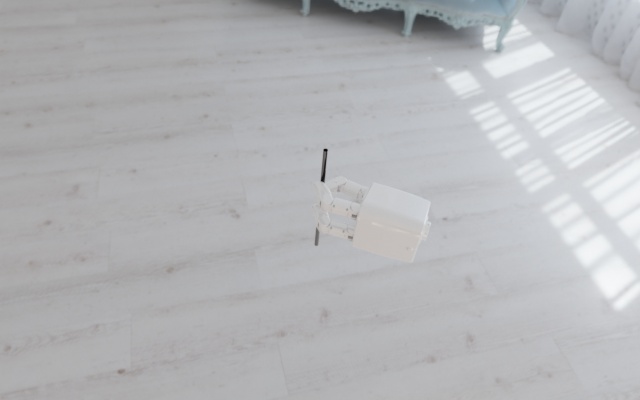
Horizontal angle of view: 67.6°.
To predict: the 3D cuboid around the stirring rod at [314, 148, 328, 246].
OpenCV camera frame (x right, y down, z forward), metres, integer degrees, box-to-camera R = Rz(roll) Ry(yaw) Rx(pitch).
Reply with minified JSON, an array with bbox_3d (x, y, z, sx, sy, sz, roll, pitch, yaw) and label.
[{"bbox_3d":[0.000,0.003,0.846,0.011,0.011,0.240,0,-44,-5],"label":"stirring rod"}]
